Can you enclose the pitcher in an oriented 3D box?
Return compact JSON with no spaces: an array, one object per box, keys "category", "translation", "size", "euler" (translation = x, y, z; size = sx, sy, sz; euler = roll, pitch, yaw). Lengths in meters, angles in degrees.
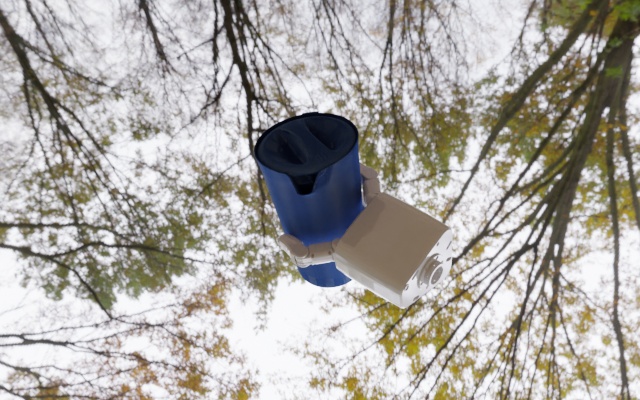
[{"category":"pitcher","translation":[0.000,0.002,0.681],"size":[0.145,0.243,0.149],"euler":[29,55,37]}]
